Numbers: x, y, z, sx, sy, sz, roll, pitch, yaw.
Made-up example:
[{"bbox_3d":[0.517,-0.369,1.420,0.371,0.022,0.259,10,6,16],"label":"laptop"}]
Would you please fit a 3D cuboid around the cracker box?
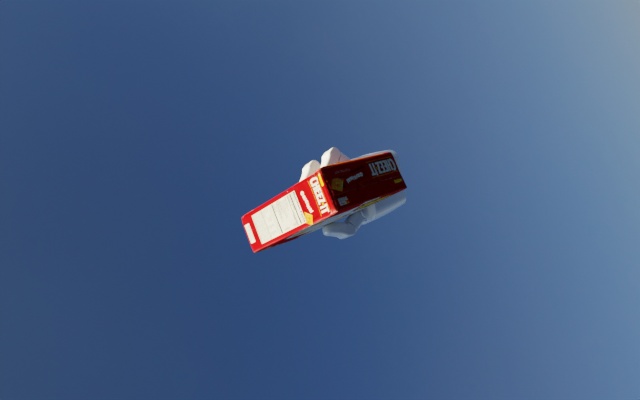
[{"bbox_3d":[0.000,0.003,0.751,0.164,0.072,0.214,-18,-8,-44],"label":"cracker box"}]
